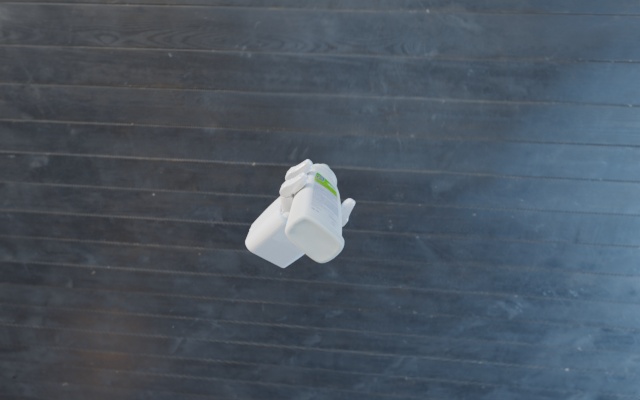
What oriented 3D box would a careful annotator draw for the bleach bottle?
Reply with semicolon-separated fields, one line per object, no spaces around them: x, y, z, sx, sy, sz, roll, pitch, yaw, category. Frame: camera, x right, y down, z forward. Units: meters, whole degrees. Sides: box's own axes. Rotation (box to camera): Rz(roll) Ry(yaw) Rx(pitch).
0.000;0.003;0.894;0.068;0.102;0.250;-42;18;25;bleach bottle
